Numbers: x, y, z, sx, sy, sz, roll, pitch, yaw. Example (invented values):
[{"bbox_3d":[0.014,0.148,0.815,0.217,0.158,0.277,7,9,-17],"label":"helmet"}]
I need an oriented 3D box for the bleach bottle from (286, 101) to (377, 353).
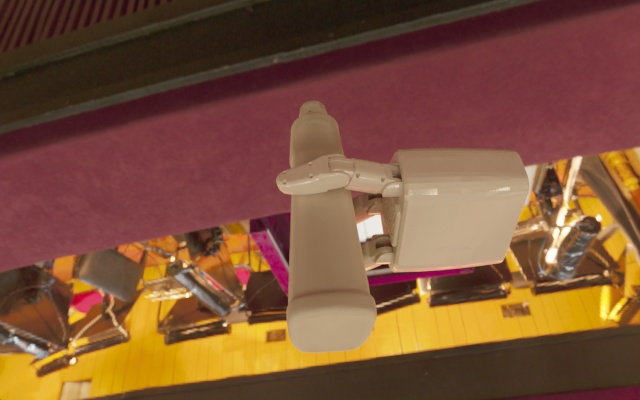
[{"bbox_3d":[0.000,0.002,0.439,0.068,0.250,0.103,-2,-34,-3],"label":"bleach bottle"}]
